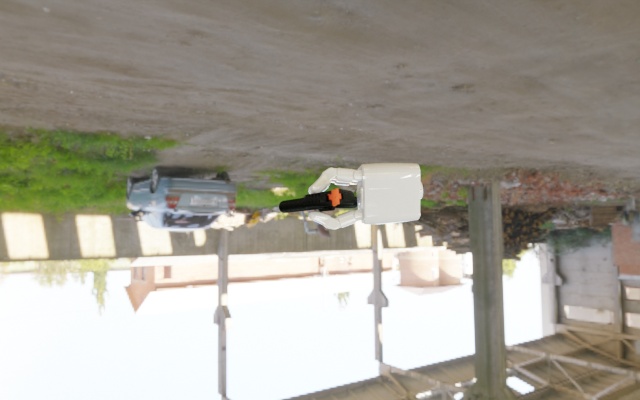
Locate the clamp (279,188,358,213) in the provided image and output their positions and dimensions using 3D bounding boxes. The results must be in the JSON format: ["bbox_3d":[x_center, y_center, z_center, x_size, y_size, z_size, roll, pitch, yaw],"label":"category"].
[{"bbox_3d":[0.000,0.004,0.893,0.164,0.036,0.210,-5,-3,-2],"label":"clamp"}]
